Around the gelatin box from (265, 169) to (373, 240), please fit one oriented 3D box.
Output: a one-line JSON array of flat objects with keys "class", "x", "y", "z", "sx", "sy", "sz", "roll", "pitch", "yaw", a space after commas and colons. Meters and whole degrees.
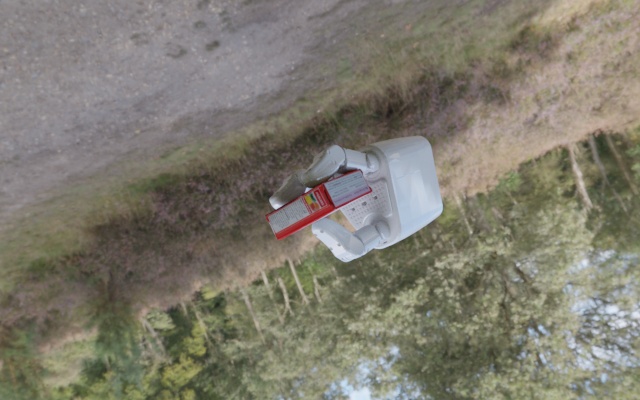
[{"class": "gelatin box", "x": 0.000, "y": 0.002, "z": 0.469, "sx": 0.073, "sy": 0.030, "sz": 0.089, "roll": -28, "pitch": -2, "yaw": 31}]
